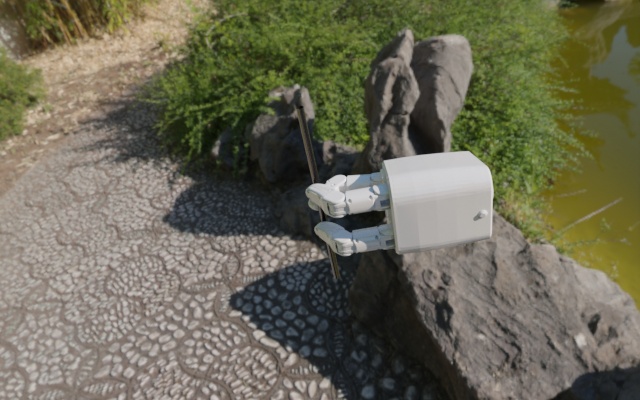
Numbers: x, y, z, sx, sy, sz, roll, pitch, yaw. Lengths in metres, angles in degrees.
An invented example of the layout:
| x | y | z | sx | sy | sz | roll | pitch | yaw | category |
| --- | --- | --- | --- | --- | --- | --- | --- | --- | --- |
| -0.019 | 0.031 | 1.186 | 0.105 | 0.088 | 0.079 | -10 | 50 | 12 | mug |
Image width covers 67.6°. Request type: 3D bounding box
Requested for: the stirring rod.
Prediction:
| x | y | z | sx | sy | sz | roll | pitch | yaw | category |
| --- | --- | --- | --- | --- | --- | --- | --- | --- | --- |
| 0.000 | 0.002 | 0.562 | 0.011 | 0.240 | 0.011 | -9 | 33 | 6 | stirring rod |
